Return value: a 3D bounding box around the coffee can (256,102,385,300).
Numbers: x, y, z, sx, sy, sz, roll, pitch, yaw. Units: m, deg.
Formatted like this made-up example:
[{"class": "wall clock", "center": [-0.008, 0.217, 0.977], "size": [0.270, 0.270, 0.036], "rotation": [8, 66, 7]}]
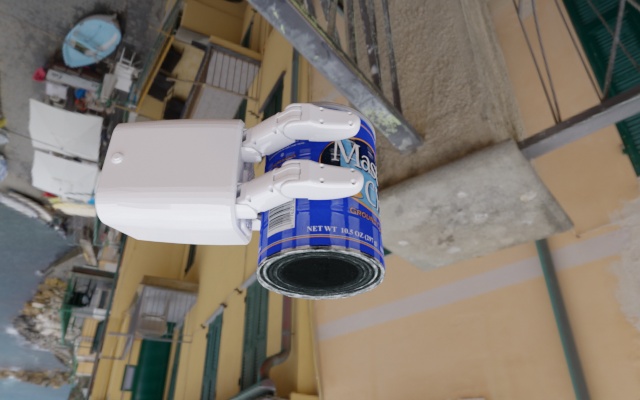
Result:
[{"class": "coffee can", "center": [0.000, 0.001, 0.413], "size": [0.103, 0.140, 0.103], "rotation": [0, -31, 0]}]
